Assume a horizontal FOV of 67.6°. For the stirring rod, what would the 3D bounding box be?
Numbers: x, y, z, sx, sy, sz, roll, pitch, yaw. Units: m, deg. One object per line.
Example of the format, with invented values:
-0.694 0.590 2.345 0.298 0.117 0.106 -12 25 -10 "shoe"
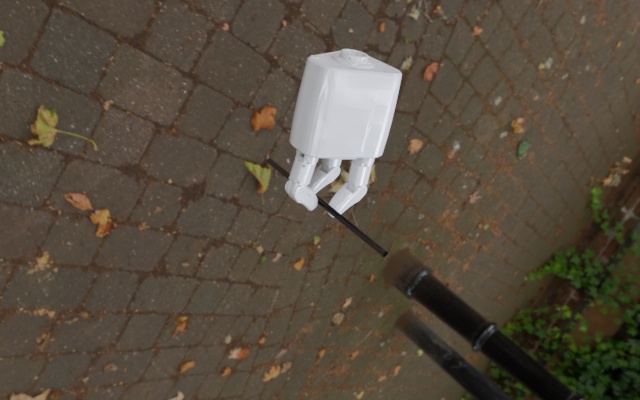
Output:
0.000 0.002 0.622 0.011 0.011 0.239 0 30 -46 "stirring rod"
